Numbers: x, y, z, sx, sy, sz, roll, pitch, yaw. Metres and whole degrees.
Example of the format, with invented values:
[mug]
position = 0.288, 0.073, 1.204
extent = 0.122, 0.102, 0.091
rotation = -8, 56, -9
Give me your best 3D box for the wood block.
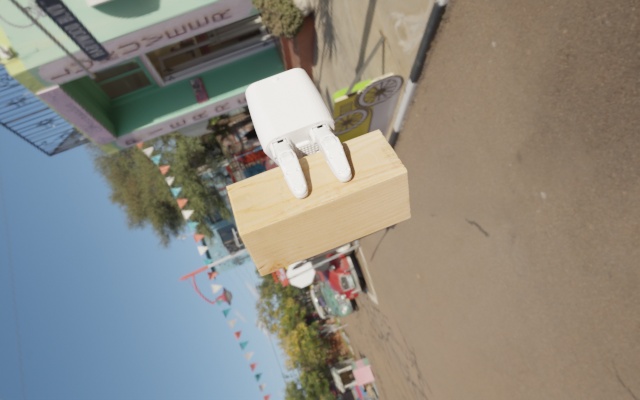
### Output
[wood block]
position = 0.000, 0.002, 0.604
extent = 0.206, 0.090, 0.091
rotation = -21, -42, -4
